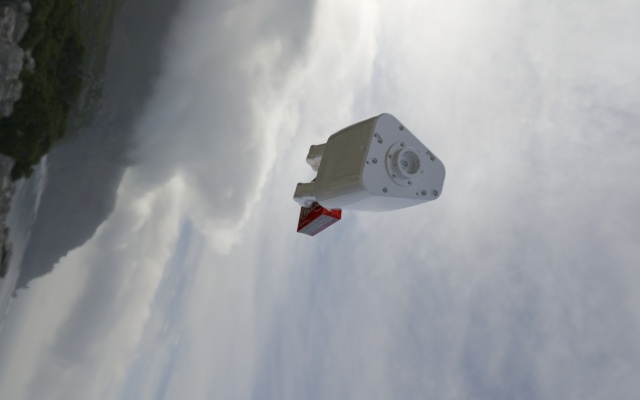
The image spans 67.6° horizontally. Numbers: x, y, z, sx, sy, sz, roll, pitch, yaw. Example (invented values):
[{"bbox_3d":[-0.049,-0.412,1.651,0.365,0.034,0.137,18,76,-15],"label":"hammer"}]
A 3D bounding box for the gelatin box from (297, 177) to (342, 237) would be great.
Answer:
[{"bbox_3d":[0.000,0.002,0.666,0.030,0.073,0.089,18,-27,-20],"label":"gelatin box"}]
